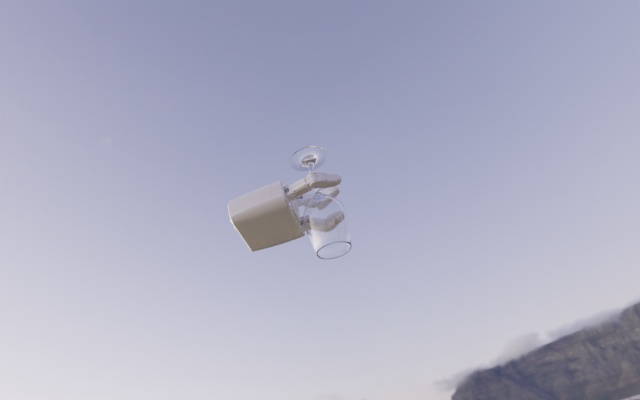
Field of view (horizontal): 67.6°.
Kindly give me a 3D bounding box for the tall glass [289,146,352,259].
[{"bbox_3d":[0.000,0.002,0.855,0.079,0.201,0.079,-12,-31,-7],"label":"tall glass"}]
